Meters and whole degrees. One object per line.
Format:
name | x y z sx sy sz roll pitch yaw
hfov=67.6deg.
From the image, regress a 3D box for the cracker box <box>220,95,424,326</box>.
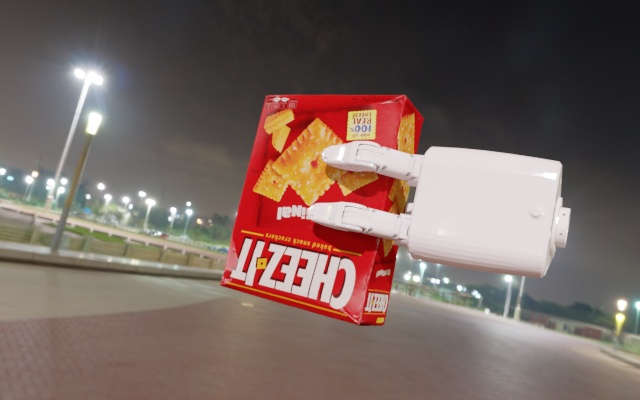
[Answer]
cracker box | 0.000 0.001 0.486 0.164 0.213 0.072 8 -9 30
